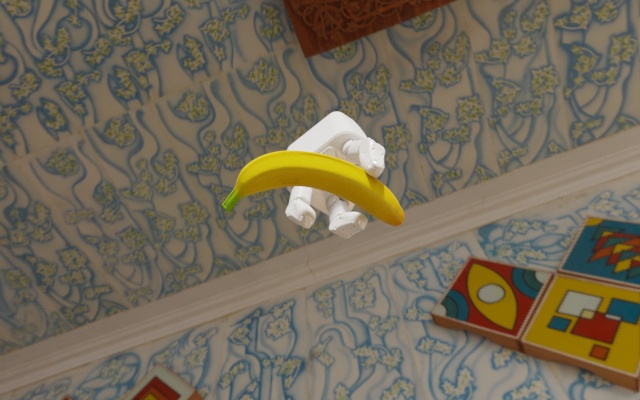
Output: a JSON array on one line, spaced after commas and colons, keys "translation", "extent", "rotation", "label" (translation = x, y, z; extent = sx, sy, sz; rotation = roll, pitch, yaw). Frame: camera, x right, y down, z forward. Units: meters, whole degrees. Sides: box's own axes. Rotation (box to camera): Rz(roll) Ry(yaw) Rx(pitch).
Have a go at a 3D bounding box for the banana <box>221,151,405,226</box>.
[{"translation": [0.000, -0.016, 0.503], "extent": [0.198, 0.070, 0.037], "rotation": [6, 22, -11], "label": "banana"}]
